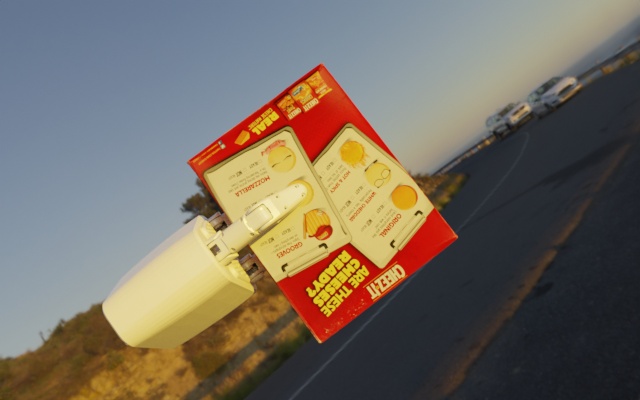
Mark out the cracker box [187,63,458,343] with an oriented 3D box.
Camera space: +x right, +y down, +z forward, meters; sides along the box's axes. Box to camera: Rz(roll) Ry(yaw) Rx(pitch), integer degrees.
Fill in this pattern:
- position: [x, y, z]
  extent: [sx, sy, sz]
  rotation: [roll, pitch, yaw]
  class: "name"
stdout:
- position: [0.000, 0.001, 0.478]
  extent: [0.164, 0.213, 0.072]
  rotation: [-37, -4, -2]
  class: "cracker box"
